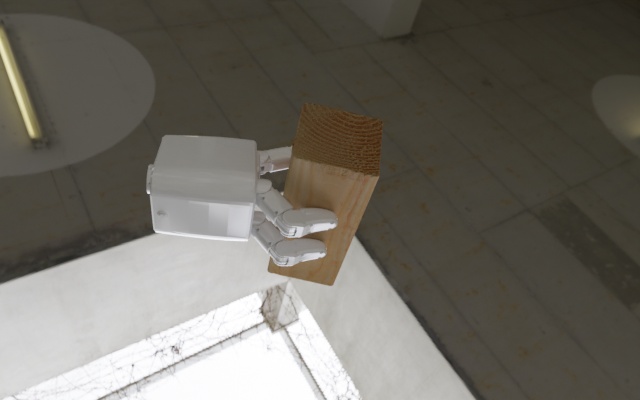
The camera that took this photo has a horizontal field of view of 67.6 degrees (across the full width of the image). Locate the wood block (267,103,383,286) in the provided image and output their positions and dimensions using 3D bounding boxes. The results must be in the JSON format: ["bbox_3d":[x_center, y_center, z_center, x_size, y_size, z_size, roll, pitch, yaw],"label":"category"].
[{"bbox_3d":[0.000,0.002,0.559,0.090,0.090,0.206,13,-42,-4],"label":"wood block"}]
